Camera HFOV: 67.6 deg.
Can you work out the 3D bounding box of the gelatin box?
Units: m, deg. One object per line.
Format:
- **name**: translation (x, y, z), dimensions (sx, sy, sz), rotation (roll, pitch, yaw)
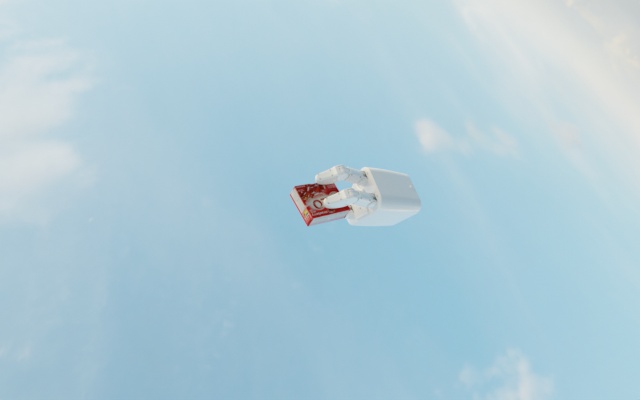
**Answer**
- **gelatin box**: translation (0.000, 0.003, 0.863), dimensions (0.089, 0.073, 0.030), rotation (-12, -31, -35)
